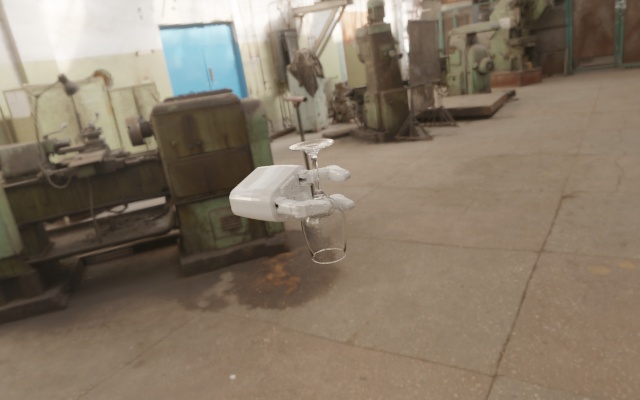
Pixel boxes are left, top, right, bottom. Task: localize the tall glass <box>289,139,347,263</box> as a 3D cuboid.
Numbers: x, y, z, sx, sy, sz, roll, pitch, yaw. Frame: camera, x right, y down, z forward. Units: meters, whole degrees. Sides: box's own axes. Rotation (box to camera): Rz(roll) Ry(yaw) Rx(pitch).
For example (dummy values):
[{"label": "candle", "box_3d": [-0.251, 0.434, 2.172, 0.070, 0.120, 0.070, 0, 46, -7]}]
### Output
[{"label": "tall glass", "box_3d": [0.000, 0.002, 0.806, 0.079, 0.201, 0.079, -8, 17, 3]}]
